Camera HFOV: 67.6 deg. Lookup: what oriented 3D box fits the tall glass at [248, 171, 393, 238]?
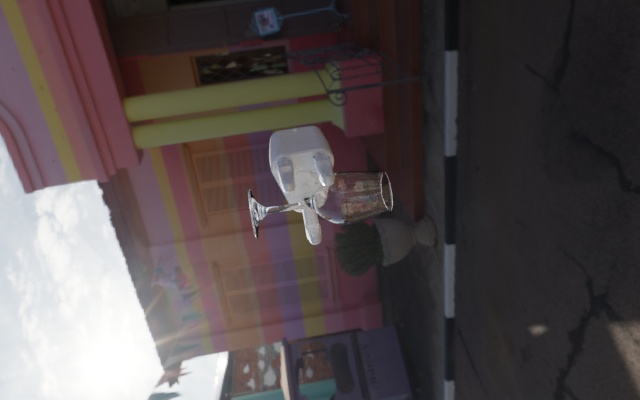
[{"bbox_3d":[-0.001,0.003,0.697,0.201,0.079,0.079,-9,0,-4],"label":"tall glass"}]
